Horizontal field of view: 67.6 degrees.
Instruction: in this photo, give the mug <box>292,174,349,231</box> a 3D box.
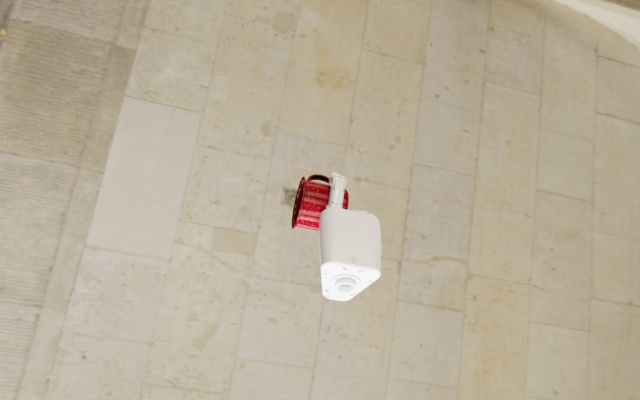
[{"bbox_3d":[0.000,0.002,0.836,0.081,0.117,0.093,12,-41,-10],"label":"mug"}]
